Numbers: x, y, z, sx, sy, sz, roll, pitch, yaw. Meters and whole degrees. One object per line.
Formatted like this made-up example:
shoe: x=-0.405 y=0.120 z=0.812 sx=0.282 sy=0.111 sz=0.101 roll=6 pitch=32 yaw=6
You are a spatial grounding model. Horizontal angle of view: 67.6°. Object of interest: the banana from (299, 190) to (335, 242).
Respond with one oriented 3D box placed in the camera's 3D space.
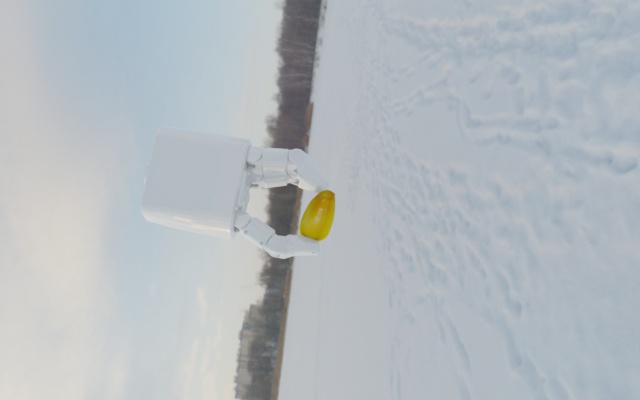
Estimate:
banana: x=-0.004 y=0.020 z=0.584 sx=0.037 sy=0.069 sz=0.198 roll=13 pitch=1 yaw=0
